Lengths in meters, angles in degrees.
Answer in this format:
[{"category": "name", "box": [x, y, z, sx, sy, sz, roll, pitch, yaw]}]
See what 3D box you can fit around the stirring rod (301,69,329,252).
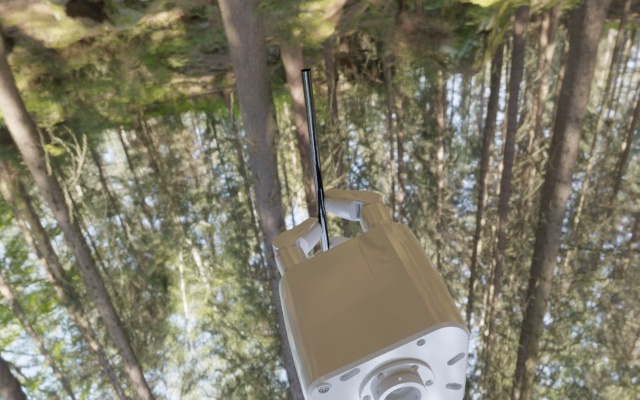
[{"category": "stirring rod", "box": [0.000, 0.001, 0.431, 0.011, 0.240, 0.011, -5, 32, 3]}]
